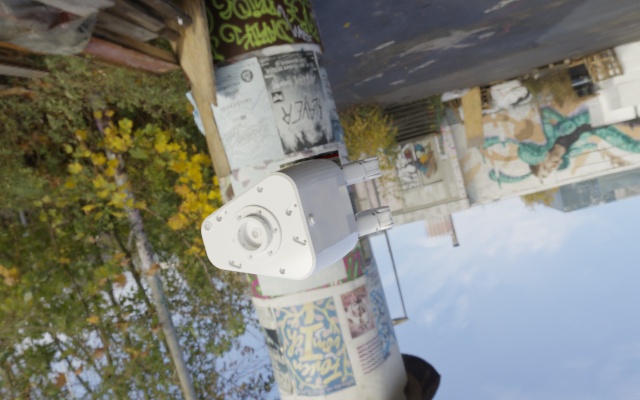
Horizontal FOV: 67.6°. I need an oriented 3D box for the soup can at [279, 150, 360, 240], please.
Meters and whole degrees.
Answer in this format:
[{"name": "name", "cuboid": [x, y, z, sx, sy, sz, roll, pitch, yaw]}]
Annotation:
[{"name": "soup can", "cuboid": [0.000, 0.002, 0.529, 0.068, 0.102, 0.068, -15, 3, 1]}]
